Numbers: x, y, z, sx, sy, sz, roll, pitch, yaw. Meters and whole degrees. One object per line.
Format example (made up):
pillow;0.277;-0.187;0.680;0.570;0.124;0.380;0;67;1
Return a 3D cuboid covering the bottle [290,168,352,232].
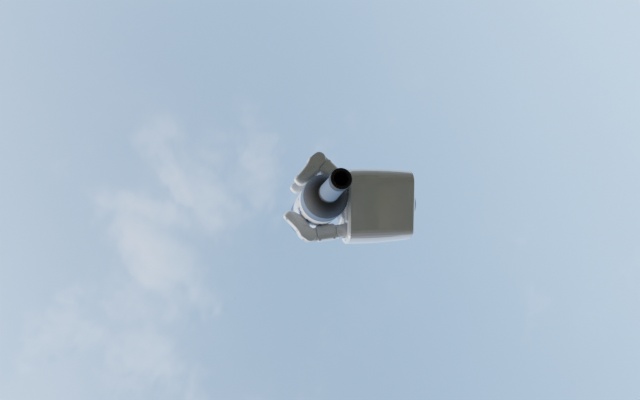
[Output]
bottle;0.000;0.002;0.719;0.069;0.069;0.296;0;-11;-10
